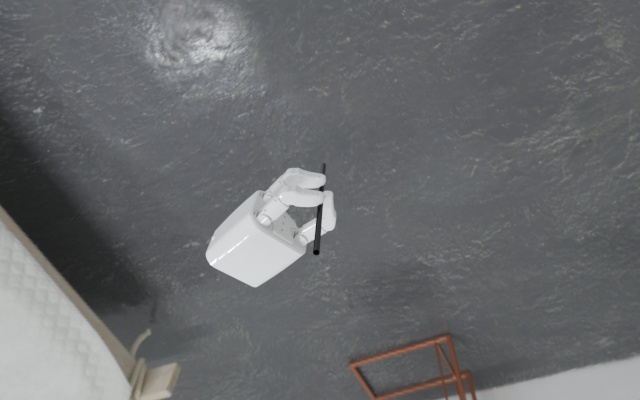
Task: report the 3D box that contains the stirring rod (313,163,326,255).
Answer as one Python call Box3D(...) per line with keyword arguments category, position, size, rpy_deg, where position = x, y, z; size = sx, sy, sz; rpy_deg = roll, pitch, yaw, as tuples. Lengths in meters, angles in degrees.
Box3D(category="stirring rod", position=(0.000, 0.002, 0.663), size=(0.011, 0.011, 0.239), rpy_deg=(0, 29, 3))
